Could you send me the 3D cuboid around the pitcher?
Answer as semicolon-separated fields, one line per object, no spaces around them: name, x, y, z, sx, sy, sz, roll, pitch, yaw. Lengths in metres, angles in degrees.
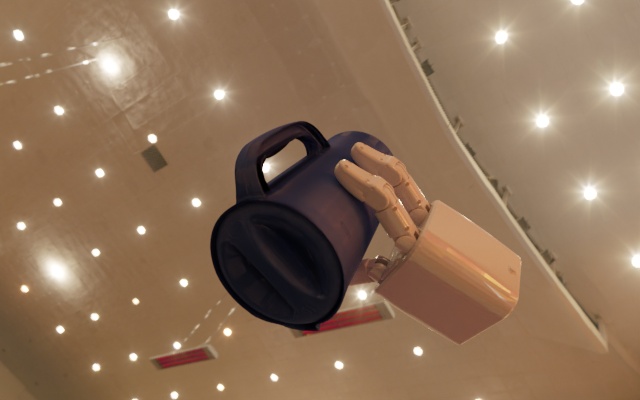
pitcher;0.000;0.002;0.507;0.145;0.149;0.242;32;35;7
